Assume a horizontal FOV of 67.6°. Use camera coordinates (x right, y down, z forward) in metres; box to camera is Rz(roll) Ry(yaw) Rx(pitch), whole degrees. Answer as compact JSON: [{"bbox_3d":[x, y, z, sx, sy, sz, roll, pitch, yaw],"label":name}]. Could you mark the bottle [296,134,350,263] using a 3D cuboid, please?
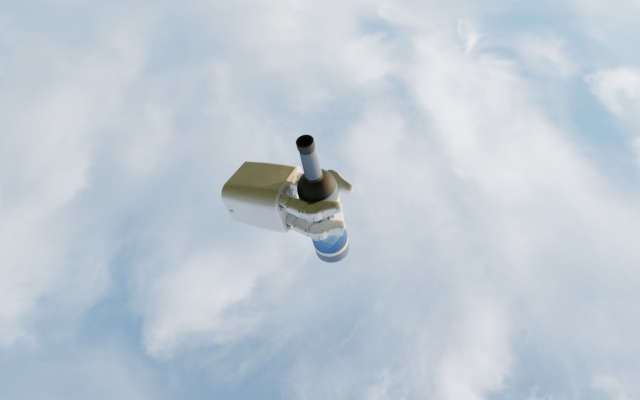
[{"bbox_3d":[0.000,0.003,0.808,0.069,0.069,0.296,0,-37,11],"label":"bottle"}]
